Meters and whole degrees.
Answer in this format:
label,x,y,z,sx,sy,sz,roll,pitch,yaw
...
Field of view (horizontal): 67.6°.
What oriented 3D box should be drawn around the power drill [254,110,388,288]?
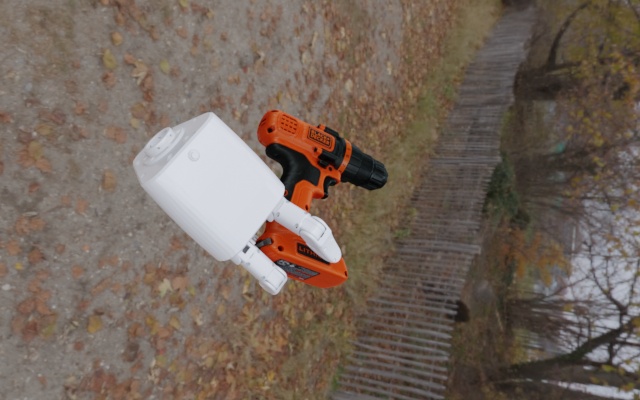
label,x,y,z,sx,sy,sz,roll,pitch,yaw
power drill,0.000,0.002,0.559,0.184,0.187,0.057,22,-33,-25
